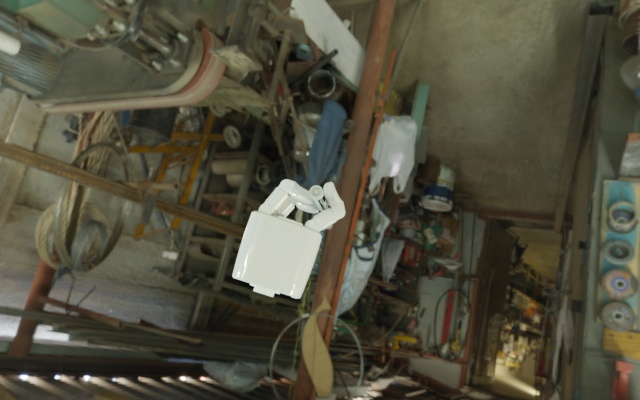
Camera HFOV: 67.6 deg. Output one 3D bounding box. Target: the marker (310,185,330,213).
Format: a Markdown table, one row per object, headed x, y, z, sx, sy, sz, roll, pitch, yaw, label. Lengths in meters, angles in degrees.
| x | y | z | sx | sy | sz | roll | pitch | yaw | label |
| --- | --- | --- | --- | --- | --- | --- | --- | --- | --- |
| 0.000 | 0.002 | 0.725 | 0.020 | 0.020 | 0.121 | 0 | -14 | 6 | marker |
